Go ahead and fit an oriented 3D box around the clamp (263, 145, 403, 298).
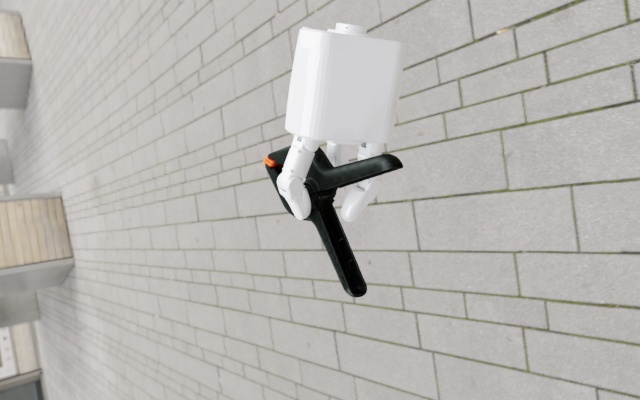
[{"bbox_3d":[-0.001,0.001,0.549,0.036,0.165,0.210,-8,25,-39],"label":"clamp"}]
